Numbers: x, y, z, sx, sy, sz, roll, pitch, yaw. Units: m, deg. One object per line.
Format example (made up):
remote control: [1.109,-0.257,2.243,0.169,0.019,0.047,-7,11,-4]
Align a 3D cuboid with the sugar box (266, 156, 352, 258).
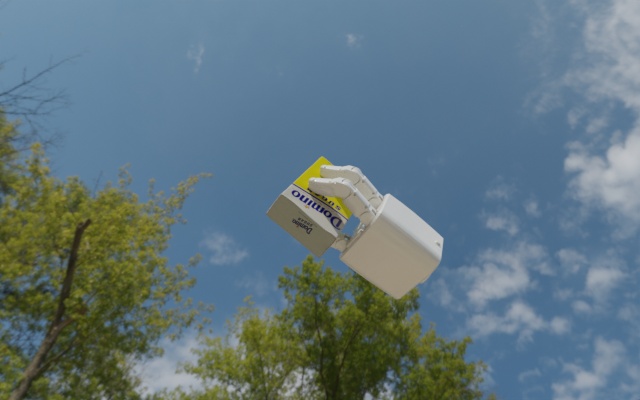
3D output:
sugar box: [0.001,0.002,0.681,0.093,0.048,0.176,39,25,-1]
